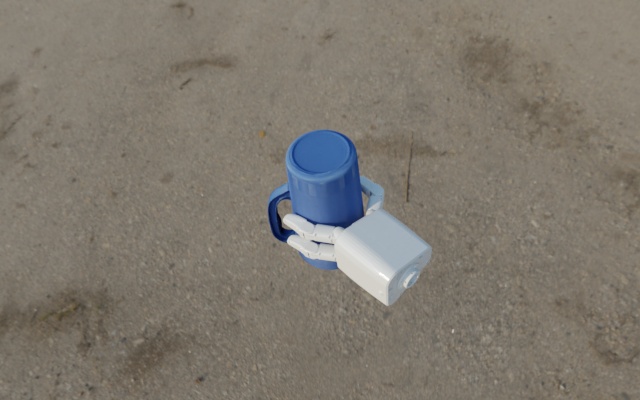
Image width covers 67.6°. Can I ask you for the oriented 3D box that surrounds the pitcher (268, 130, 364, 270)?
[{"bbox_3d":[0.000,0.003,0.800,0.149,0.243,0.145,-38,57,-21],"label":"pitcher"}]
